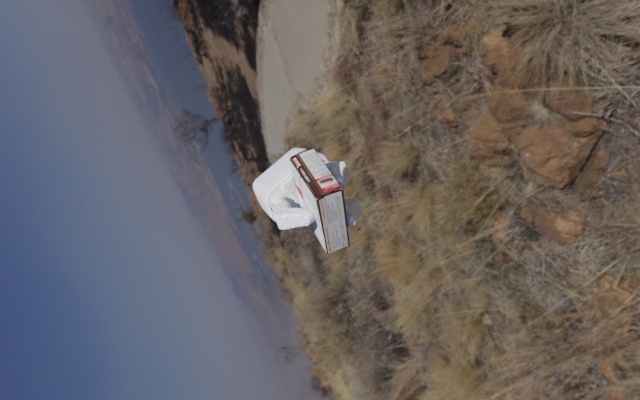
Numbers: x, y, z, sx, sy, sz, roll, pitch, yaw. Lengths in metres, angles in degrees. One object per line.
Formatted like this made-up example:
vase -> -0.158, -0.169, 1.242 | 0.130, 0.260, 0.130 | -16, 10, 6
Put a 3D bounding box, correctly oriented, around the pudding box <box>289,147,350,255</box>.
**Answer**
pudding box -> 0.000, 0.002, 0.619 | 0.039, 0.114, 0.090 | -25, 48, -11
